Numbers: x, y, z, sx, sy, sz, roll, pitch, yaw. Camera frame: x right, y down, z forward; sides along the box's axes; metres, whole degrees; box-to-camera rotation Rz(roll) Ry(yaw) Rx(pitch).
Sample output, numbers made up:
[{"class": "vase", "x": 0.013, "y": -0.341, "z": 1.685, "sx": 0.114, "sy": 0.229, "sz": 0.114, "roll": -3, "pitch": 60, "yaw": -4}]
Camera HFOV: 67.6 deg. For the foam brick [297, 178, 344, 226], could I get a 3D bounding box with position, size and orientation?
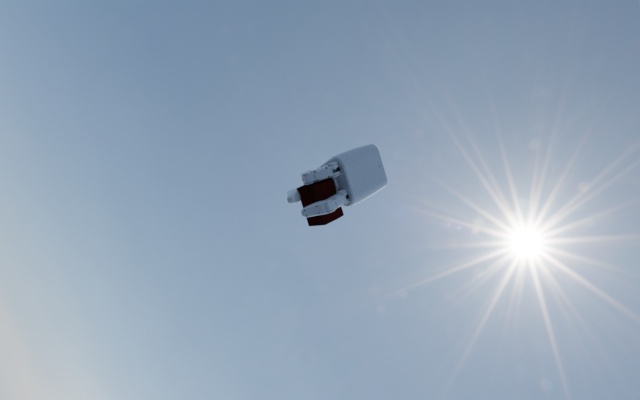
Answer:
[{"class": "foam brick", "x": 0.000, "y": 0.003, "z": 0.894, "sx": 0.051, "sy": 0.078, "sz": 0.053, "roll": -25, "pitch": 13, "yaw": -37}]
